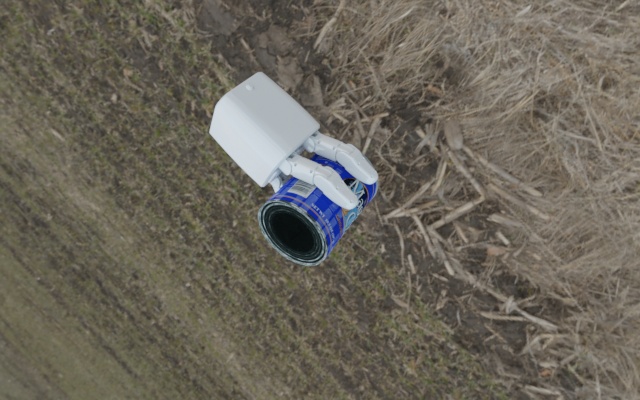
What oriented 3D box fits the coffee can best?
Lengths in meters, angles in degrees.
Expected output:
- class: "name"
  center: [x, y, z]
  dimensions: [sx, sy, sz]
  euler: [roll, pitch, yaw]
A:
- class: "coffee can"
  center: [0.000, 0.002, 0.631]
  dimensions: [0.103, 0.103, 0.140]
  euler: [0, 35, 39]
